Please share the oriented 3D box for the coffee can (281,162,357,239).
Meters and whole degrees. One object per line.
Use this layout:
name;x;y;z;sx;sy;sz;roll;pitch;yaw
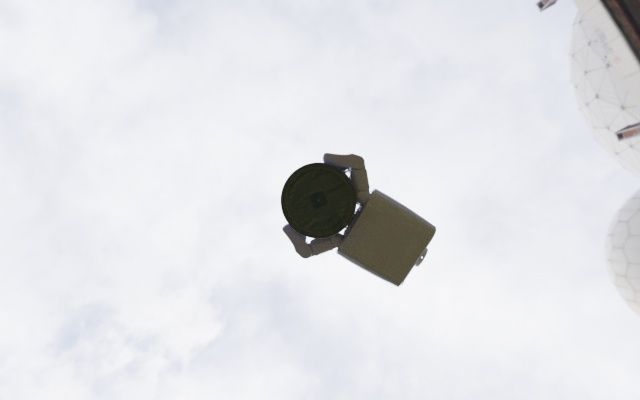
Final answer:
coffee can;0.000;0.002;0.707;0.103;0.103;0.140;0;-2;2
